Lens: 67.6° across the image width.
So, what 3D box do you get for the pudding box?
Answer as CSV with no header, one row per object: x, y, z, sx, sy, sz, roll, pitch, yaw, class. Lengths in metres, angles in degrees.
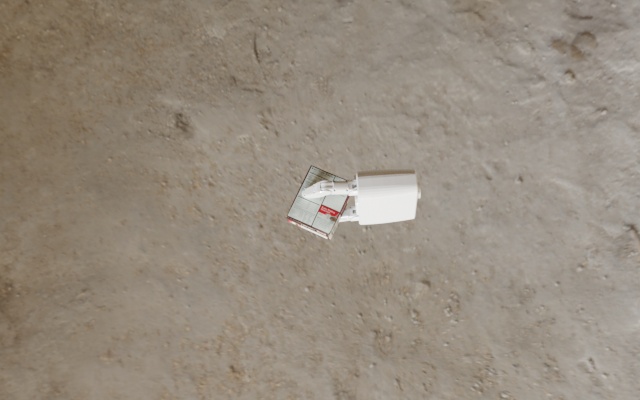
0.000,0.003,0.879,0.090,0.113,0.039,23,-15,10,pudding box
